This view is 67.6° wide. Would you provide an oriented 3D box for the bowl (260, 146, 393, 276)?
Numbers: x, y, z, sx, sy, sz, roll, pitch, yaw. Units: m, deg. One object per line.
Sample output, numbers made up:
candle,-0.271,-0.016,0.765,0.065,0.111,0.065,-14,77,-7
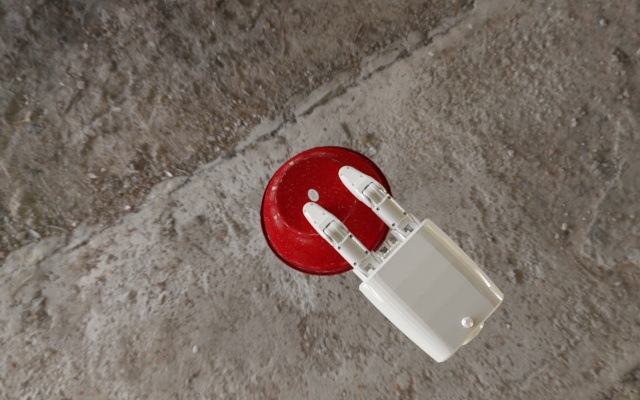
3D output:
bowl,-0.001,0.001,0.543,0.162,0.162,0.055,0,-18,13
